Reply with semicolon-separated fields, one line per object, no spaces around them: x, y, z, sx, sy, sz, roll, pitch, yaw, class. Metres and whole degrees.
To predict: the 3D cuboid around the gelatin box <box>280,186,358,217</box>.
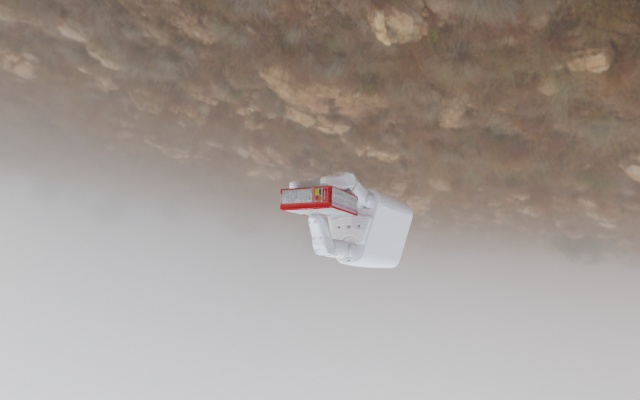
0.000;0.002;0.628;0.073;0.030;0.089;-3;-9;27;gelatin box
